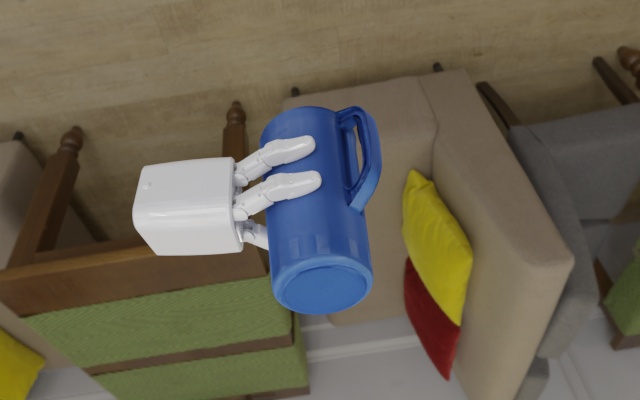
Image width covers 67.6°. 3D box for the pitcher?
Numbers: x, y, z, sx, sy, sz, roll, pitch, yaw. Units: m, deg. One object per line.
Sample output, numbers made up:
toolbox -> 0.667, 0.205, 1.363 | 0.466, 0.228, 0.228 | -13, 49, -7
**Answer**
pitcher -> 0.000, 0.002, 0.572 | 0.145, 0.242, 0.149 | -3, -43, -4
